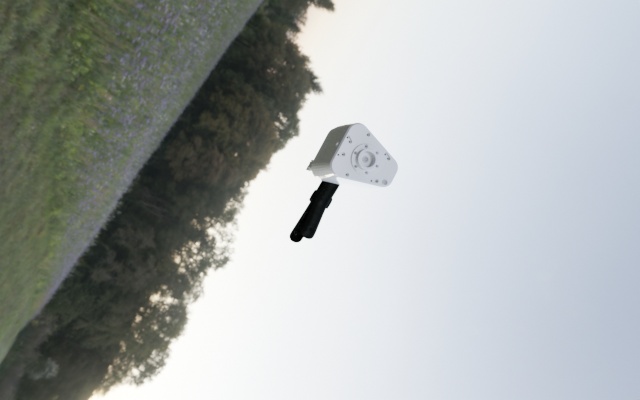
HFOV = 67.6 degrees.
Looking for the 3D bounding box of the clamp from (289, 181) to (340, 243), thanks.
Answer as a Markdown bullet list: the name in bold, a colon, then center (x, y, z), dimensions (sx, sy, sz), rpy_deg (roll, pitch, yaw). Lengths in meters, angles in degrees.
- **clamp**: center (0.001, 0.003, 0.849), dimensions (0.039, 0.171, 0.120), rpy_deg (29, -5, -14)
